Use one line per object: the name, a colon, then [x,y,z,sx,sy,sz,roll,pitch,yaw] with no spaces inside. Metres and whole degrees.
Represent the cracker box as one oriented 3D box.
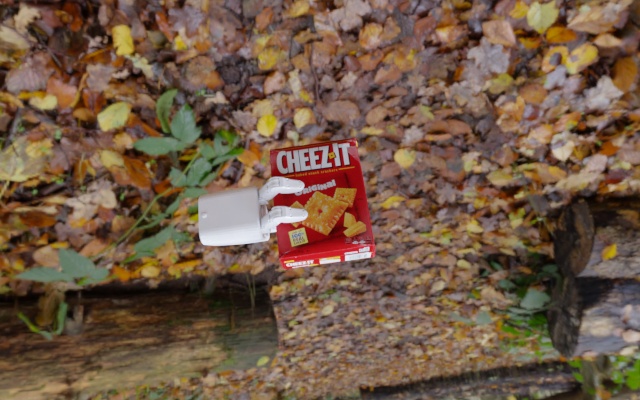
cracker box: [0.000,0.003,0.851,0.164,0.213,0.072,-8,-24,0]
